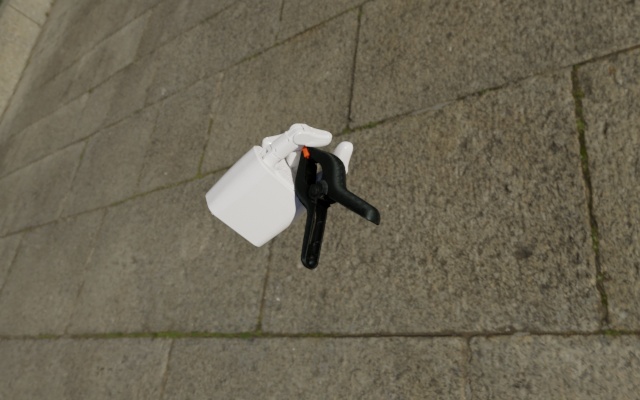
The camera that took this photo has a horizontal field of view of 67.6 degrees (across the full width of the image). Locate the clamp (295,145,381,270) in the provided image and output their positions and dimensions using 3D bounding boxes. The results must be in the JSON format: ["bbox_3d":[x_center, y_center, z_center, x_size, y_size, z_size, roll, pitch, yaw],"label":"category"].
[{"bbox_3d":[0.000,0.002,0.620,0.120,0.171,0.039,-40,-44,15],"label":"clamp"}]
